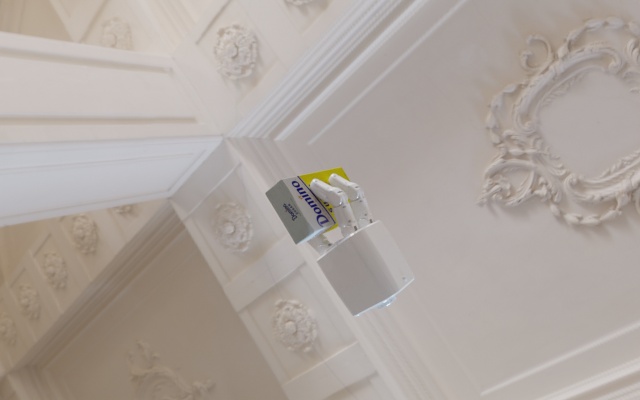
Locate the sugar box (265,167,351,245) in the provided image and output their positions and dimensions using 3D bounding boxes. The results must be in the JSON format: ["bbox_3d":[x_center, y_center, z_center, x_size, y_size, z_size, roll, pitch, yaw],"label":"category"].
[{"bbox_3d":[0.001,0.002,0.752,0.048,0.093,0.176,-37,-10,29],"label":"sugar box"}]
